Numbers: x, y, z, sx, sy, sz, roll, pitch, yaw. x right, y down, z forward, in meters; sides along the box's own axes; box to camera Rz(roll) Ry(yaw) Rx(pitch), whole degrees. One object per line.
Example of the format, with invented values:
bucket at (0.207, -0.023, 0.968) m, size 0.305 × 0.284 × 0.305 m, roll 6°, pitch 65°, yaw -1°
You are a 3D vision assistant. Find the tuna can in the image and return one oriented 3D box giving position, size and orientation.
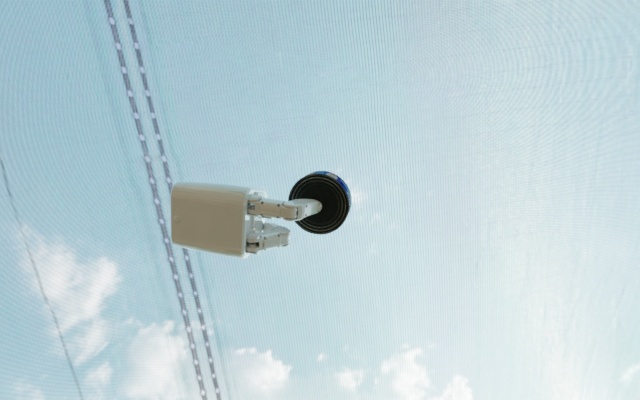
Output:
tuna can at (0.000, 0.002, 0.668) m, size 0.086 × 0.086 × 0.033 m, roll 0°, pitch 13°, yaw 12°
